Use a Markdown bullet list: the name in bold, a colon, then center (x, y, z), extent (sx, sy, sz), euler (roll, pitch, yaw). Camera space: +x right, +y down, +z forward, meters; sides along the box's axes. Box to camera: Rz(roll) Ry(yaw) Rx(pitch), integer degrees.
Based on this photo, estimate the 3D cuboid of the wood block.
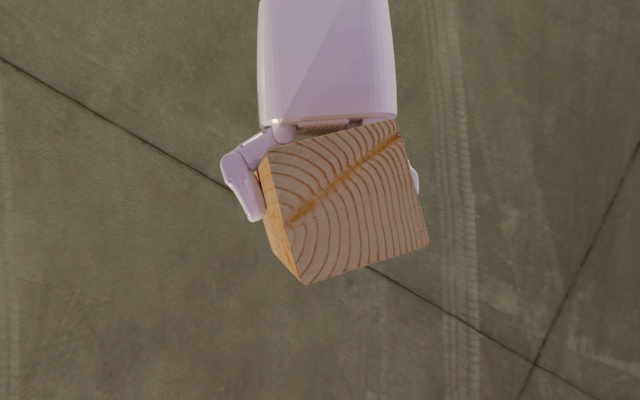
- **wood block**: center (0.000, 0.001, 0.404), extent (0.091, 0.090, 0.206), euler (-15, 2, -10)
